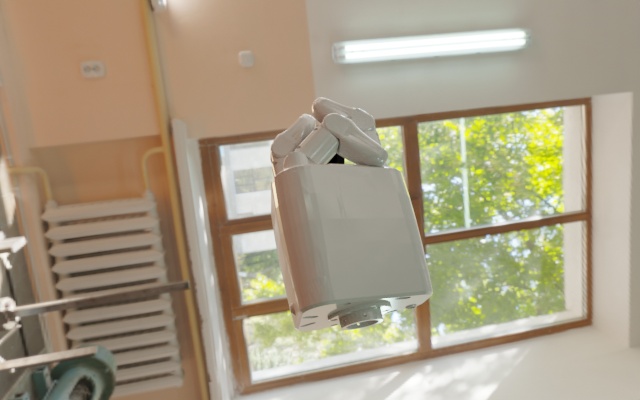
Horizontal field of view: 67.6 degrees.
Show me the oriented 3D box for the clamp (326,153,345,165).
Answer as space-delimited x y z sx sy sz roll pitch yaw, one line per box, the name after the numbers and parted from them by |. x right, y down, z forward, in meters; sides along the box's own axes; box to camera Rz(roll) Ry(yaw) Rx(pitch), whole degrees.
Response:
0.001 0.001 0.479 0.039 0.120 0.171 -8 -25 -10 | clamp
